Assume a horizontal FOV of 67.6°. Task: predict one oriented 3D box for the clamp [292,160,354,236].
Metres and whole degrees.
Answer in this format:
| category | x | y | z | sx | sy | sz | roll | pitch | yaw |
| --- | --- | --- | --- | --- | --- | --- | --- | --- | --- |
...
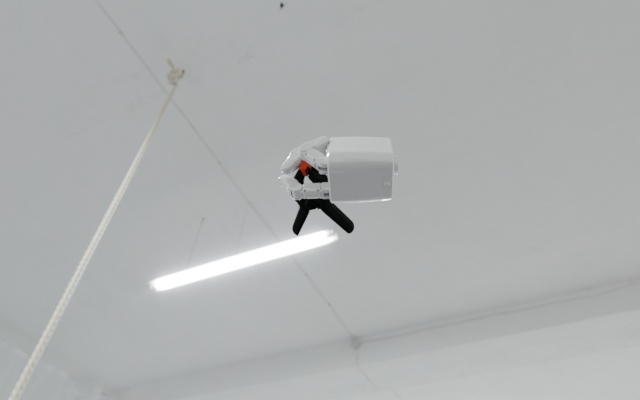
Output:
| category | x | y | z | sx | sy | sz | roll | pitch | yaw |
| --- | --- | --- | --- | --- | --- | --- | --- | --- | --- |
| clamp | 0.000 | 0.002 | 0.871 | 0.120 | 0.172 | 0.039 | -1 | 43 | 5 |
